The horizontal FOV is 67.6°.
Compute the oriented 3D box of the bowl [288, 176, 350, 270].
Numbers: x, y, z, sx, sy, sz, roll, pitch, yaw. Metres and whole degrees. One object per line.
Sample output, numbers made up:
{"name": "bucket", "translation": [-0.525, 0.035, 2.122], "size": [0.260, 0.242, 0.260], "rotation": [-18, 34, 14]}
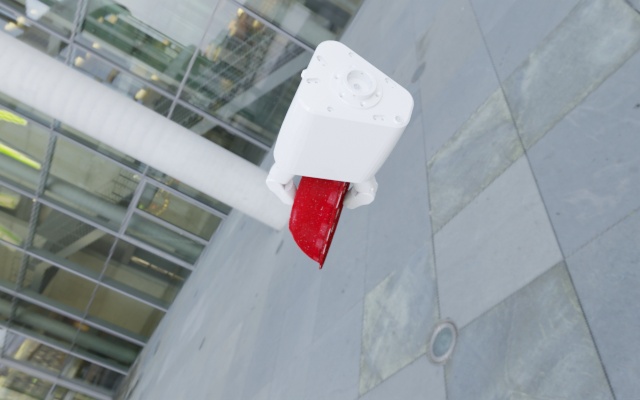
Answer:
{"name": "bowl", "translation": [-0.001, 0.003, 0.602], "size": [0.055, 0.162, 0.162], "rotation": [17, 1, 5]}
